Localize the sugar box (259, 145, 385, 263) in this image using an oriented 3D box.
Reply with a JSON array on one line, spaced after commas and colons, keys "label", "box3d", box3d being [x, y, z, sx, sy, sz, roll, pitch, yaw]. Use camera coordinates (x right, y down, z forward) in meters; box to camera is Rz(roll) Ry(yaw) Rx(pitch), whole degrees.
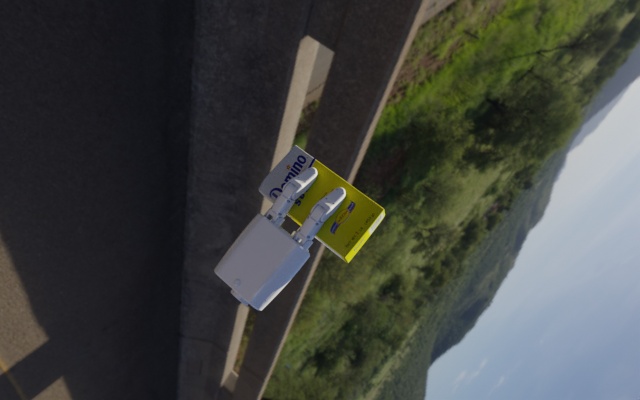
[{"label": "sugar box", "box3d": [0.000, 0.002, 0.715, 0.176, 0.093, 0.048, 37, -9, 18]}]
